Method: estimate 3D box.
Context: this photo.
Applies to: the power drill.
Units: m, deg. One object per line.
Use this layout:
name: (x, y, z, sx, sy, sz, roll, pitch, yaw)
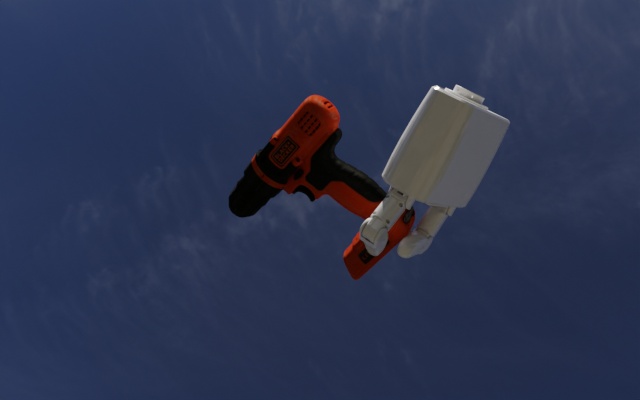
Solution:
power drill: (0.001, 0.002, 0.554, 0.184, 0.187, 0.057, -46, 2, 28)
